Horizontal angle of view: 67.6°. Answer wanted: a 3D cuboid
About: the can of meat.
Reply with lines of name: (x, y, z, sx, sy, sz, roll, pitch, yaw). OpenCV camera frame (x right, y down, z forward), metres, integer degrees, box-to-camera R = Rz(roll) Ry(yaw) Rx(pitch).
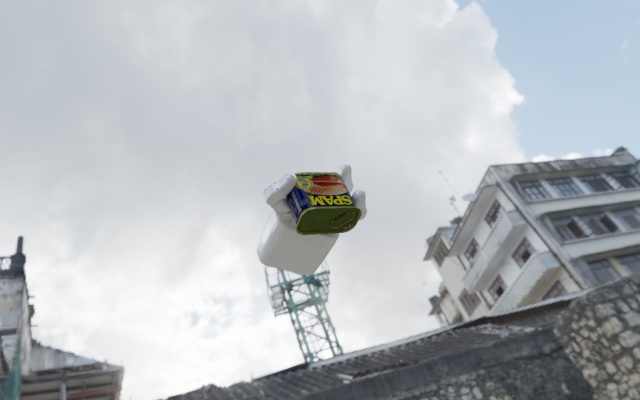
can of meat: (0.000, 0.002, 0.736, 0.102, 0.057, 0.084, -1, 45, -26)
